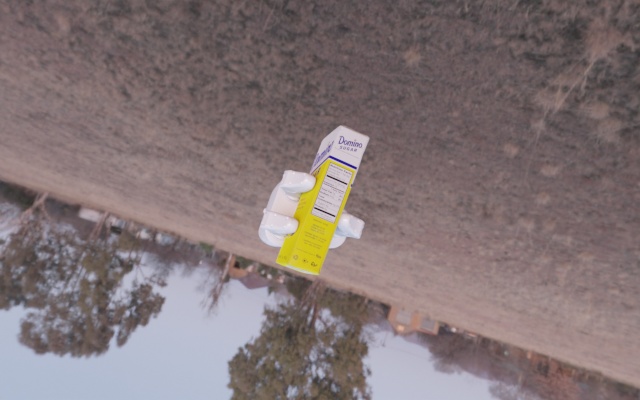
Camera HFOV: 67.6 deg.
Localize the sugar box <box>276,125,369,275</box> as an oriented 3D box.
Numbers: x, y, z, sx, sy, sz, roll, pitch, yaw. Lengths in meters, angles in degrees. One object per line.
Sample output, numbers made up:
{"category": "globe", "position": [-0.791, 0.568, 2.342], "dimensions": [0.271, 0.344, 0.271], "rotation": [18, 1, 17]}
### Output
{"category": "sugar box", "position": [0.000, 0.002, 0.591], "dimensions": [0.048, 0.176, 0.093], "rotation": [20, -10, -12]}
